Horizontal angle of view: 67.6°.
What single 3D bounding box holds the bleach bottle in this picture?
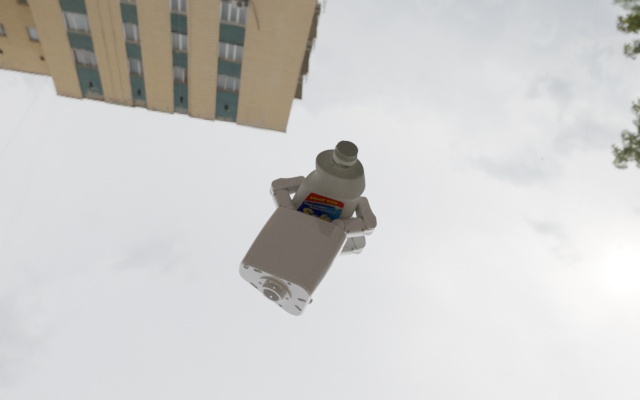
[{"bbox_3d":[0.000,0.002,0.698,0.102,0.068,0.251,29,-37,6],"label":"bleach bottle"}]
